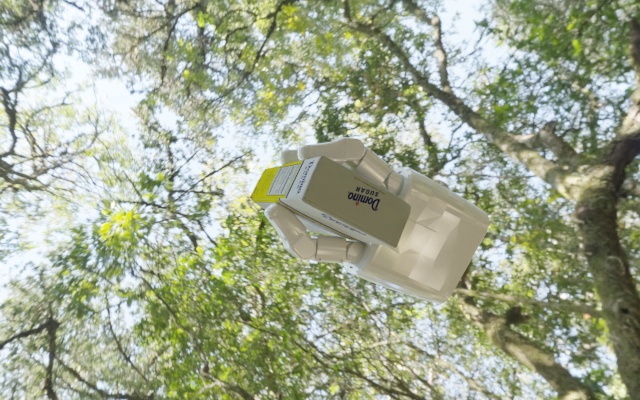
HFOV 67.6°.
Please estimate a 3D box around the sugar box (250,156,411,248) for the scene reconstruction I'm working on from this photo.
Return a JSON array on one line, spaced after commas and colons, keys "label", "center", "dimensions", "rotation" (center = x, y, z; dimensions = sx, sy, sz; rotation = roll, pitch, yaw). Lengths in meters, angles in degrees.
[{"label": "sugar box", "center": [0.000, 0.001, 0.453], "dimensions": [0.093, 0.048, 0.176], "rotation": [27, -12, -20]}]
